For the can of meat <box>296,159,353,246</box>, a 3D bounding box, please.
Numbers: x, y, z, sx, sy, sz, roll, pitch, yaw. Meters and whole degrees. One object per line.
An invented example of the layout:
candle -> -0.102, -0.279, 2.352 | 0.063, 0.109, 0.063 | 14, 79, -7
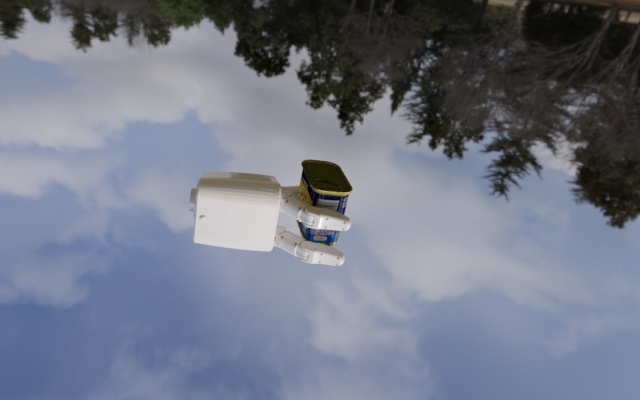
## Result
can of meat -> 0.000, 0.002, 0.660 | 0.057, 0.084, 0.102 | 4, 27, -16
